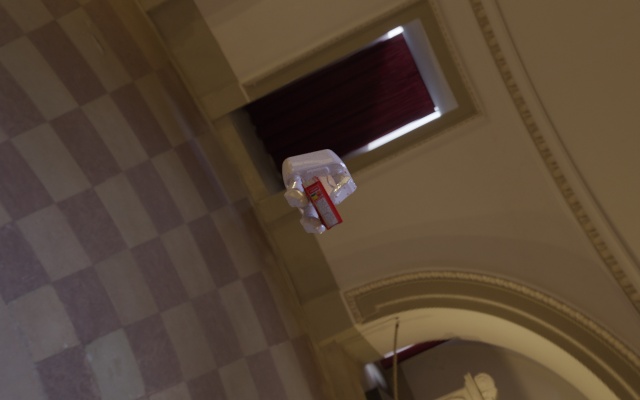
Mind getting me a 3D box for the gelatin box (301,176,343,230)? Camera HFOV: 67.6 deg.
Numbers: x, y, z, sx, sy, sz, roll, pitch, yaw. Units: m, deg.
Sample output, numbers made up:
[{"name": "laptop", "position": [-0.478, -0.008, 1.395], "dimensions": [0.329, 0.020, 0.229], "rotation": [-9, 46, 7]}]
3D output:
[{"name": "gelatin box", "position": [0.001, 0.002, 0.750], "dimensions": [0.030, 0.073, 0.089], "rotation": [-29, 9, -2]}]
